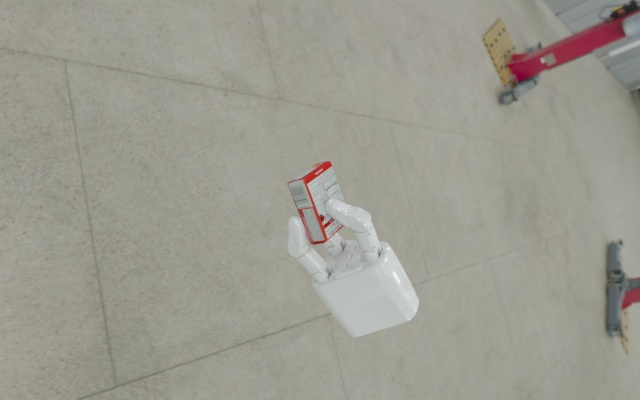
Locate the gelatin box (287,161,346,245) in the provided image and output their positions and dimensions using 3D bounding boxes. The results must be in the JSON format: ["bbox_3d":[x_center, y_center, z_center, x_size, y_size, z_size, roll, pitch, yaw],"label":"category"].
[{"bbox_3d":[0.000,0.002,0.624,0.030,0.089,0.073,-11,17,35],"label":"gelatin box"}]
